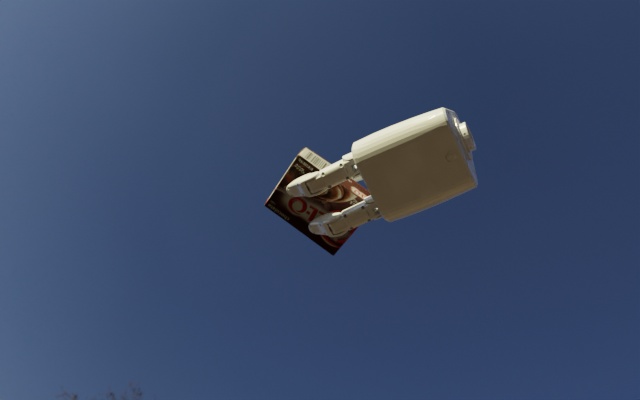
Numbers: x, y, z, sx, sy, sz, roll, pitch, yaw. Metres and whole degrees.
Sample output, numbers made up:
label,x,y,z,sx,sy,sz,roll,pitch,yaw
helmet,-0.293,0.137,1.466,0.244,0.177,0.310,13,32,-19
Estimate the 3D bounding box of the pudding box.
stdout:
label,x,y,z,sx,sy,sz,roll,pitch,yaw
pudding box,0.000,0.002,0.596,0.113,0.090,0.039,37,30,0
